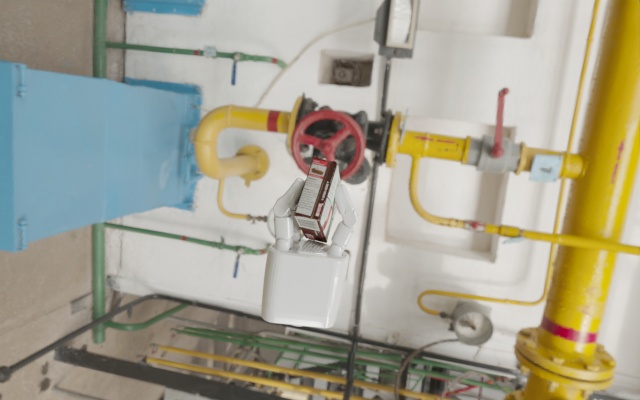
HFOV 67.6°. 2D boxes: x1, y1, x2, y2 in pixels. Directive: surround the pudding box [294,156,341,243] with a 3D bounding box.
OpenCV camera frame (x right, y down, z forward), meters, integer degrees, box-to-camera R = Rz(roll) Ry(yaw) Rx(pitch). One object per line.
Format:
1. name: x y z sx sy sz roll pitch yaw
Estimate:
1. pudding box: 0.000 0.002 0.677 0.039 0.090 0.113 14 -18 10
